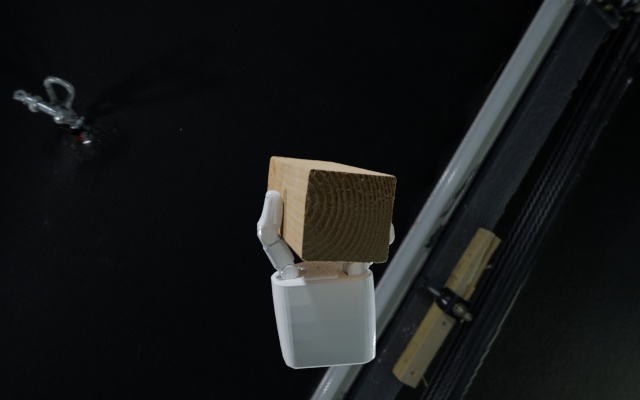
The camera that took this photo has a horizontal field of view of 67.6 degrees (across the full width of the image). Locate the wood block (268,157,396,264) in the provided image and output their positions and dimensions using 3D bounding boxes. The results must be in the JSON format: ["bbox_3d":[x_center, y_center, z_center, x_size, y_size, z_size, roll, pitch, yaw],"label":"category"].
[{"bbox_3d":[0.000,0.002,0.553,0.091,0.090,0.206,3,7,-17],"label":"wood block"}]
